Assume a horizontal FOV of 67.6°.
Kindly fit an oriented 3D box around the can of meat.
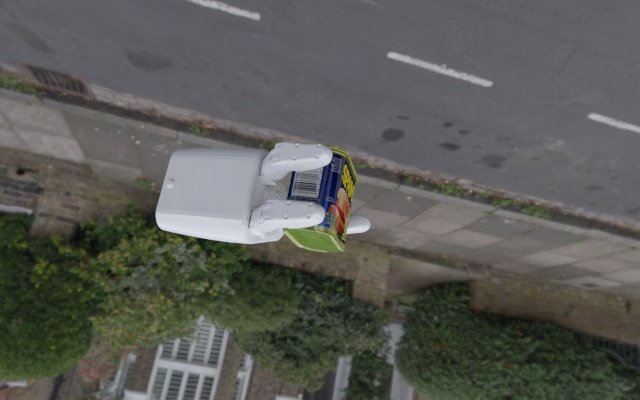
[{"bbox_3d":[0.000,0.002,0.481,0.057,0.084,0.102,6,-17,14],"label":"can of meat"}]
